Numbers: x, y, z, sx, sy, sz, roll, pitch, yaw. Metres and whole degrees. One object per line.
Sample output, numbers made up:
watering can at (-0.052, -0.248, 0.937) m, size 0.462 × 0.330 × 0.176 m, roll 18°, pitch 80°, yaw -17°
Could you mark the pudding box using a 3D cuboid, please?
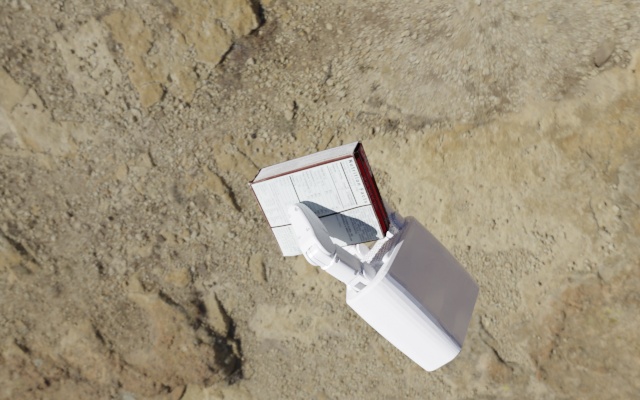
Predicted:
pudding box at (0.000, 0.002, 0.458) m, size 0.113 × 0.090 × 0.039 m, roll -14°, pitch 22°, yaw 21°
